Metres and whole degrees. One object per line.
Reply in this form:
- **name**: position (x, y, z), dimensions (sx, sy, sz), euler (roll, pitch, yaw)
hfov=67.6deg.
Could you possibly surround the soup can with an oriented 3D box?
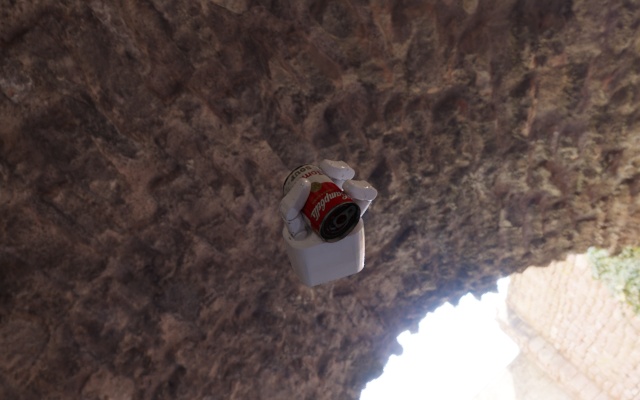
- **soup can**: position (0.000, 0.002, 0.673), dimensions (0.068, 0.068, 0.102), euler (0, 34, -41)
